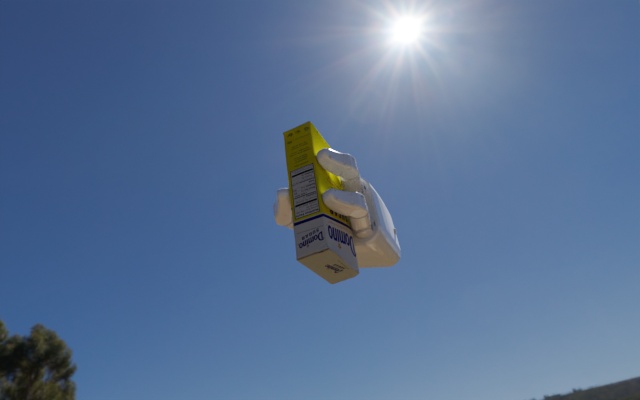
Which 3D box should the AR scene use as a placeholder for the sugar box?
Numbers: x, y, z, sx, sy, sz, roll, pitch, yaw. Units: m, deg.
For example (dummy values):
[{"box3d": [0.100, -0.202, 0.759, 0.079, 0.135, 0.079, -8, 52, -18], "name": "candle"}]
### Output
[{"box3d": [0.001, 0.002, 0.573, 0.048, 0.176, 0.093, -22, -33, 17], "name": "sugar box"}]
